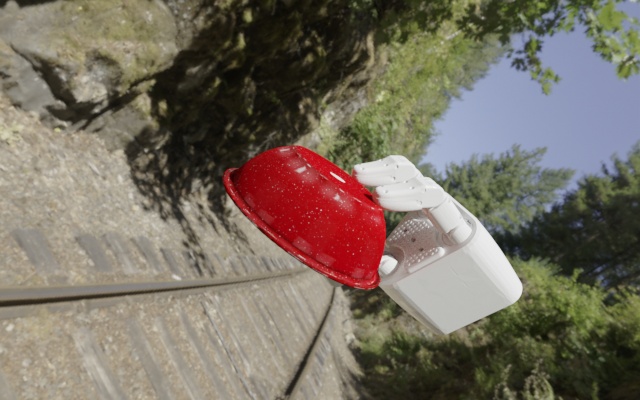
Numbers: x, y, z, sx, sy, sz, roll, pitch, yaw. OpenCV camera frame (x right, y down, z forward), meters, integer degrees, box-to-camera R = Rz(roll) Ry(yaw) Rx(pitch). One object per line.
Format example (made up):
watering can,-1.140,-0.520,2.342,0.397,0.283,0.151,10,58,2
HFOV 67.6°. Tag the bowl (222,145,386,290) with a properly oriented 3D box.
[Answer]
bowl,-0.001,0.001,0.404,0.162,0.055,0.162,34,13,-9
